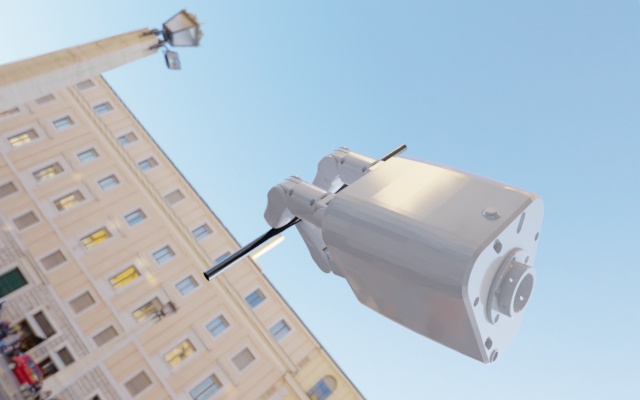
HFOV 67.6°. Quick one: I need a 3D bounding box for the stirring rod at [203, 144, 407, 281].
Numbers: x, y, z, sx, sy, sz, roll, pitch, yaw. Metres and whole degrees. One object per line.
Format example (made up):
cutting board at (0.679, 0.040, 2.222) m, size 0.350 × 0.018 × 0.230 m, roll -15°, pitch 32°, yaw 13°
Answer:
stirring rod at (0.000, 0.001, 0.419) m, size 0.239 × 0.011 × 0.011 m, roll -33°, pitch 19°, yaw -33°
